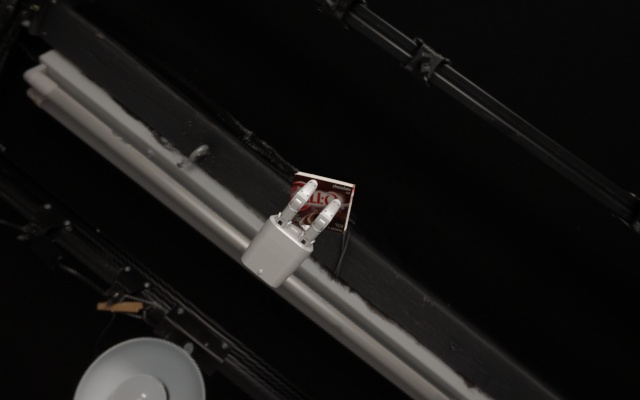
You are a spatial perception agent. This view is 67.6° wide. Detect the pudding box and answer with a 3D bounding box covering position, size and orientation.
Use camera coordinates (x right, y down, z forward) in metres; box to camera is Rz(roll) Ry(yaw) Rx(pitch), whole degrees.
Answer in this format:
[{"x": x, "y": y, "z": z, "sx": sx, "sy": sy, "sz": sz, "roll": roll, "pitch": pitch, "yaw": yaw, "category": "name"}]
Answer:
[{"x": 0.000, "y": 0.003, "z": 0.880, "sx": 0.113, "sy": 0.090, "sz": 0.039, "roll": 12, "pitch": 14, "yaw": 6, "category": "pudding box"}]
